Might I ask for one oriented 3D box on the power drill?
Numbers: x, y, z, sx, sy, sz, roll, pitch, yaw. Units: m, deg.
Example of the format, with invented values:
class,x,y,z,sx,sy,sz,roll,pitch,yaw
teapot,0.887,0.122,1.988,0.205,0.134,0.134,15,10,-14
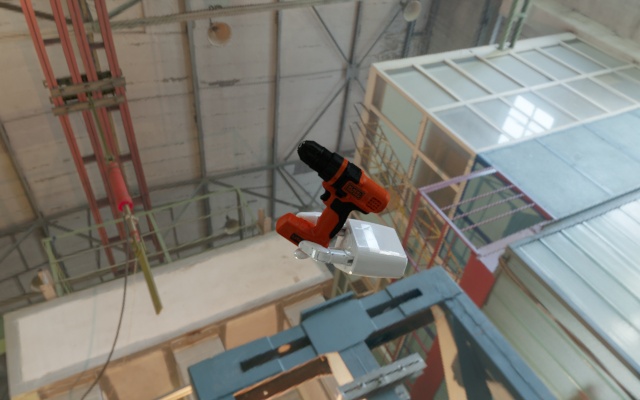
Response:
class,x,y,z,sx,sy,sz,roll,pitch,yaw
power drill,0.000,0.003,0.846,0.184,0.188,0.057,35,31,-11
